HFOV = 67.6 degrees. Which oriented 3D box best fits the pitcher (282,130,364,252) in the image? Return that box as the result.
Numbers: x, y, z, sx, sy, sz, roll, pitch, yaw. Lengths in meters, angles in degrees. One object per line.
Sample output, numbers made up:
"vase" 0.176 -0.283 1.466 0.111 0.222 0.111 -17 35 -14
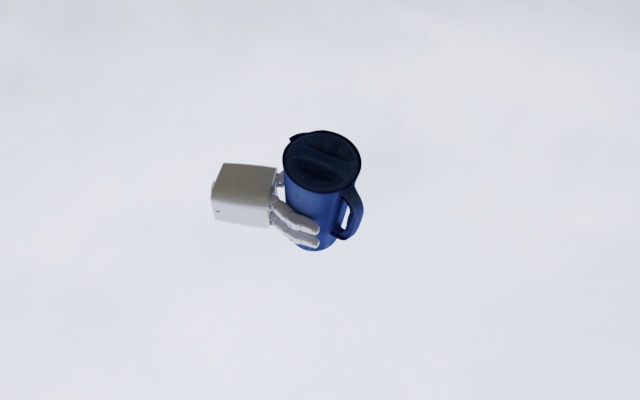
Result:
"pitcher" 0.000 0.003 0.880 0.145 0.149 0.243 7 -34 0
